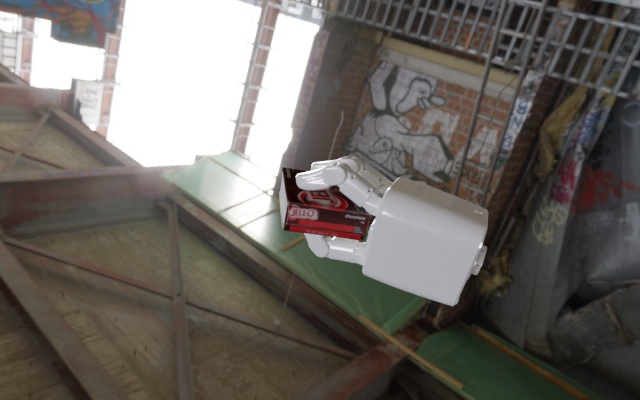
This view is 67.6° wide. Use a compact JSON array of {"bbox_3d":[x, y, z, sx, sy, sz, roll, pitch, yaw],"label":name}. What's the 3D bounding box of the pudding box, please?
[{"bbox_3d":[0.000,0.002,0.541,0.090,0.039,0.113,9,19,-12],"label":"pudding box"}]
